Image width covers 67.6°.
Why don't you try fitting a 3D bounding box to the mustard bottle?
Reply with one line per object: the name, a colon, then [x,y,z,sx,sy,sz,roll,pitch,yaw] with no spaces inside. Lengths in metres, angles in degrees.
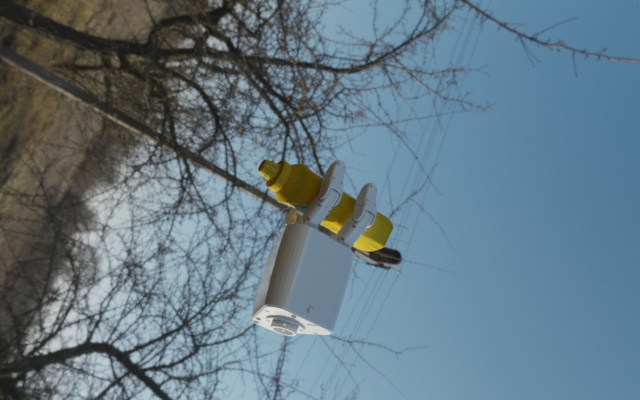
mustard bottle: [0.000,0.002,0.636,0.192,0.058,0.096,31,-8,-24]
